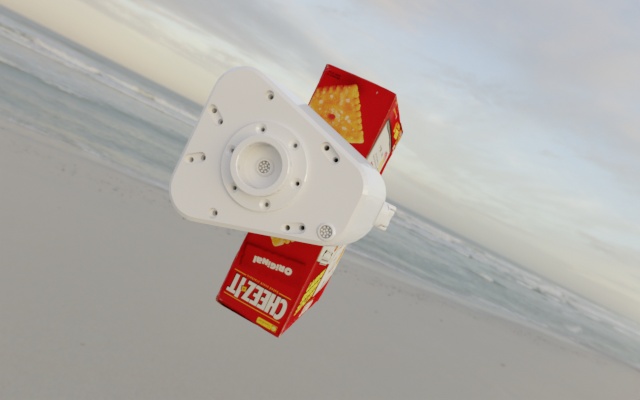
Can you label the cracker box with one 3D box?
[{"bbox_3d":[0.000,0.001,0.453,0.072,0.214,0.164,27,4,11],"label":"cracker box"}]
